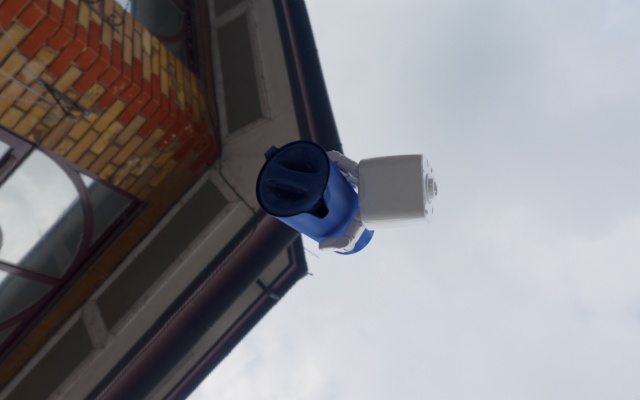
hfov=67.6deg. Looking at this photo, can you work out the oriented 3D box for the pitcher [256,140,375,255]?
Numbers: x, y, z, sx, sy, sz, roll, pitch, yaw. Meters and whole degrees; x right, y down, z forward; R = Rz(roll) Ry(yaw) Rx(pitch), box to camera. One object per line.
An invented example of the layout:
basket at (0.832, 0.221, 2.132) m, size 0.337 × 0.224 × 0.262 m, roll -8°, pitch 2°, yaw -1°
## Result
pitcher at (0.000, 0.003, 0.835) m, size 0.145 × 0.149 × 0.243 m, roll -5°, pitch -26°, yaw 26°
